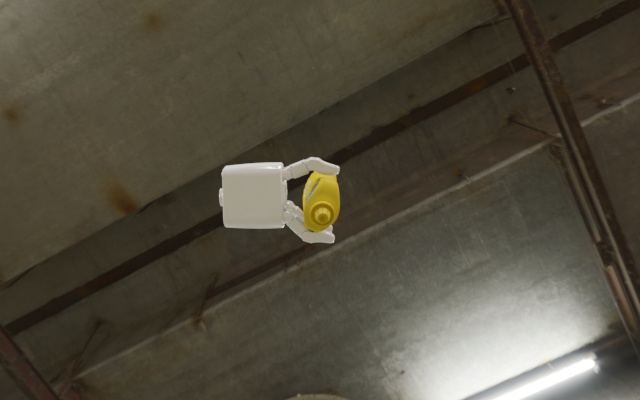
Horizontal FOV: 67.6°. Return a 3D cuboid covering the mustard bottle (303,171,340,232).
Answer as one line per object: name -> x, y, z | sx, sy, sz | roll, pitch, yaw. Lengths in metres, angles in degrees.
mustard bottle -> 0.000, 0.003, 0.852 | 0.058, 0.096, 0.191 | 21, 14, -7
